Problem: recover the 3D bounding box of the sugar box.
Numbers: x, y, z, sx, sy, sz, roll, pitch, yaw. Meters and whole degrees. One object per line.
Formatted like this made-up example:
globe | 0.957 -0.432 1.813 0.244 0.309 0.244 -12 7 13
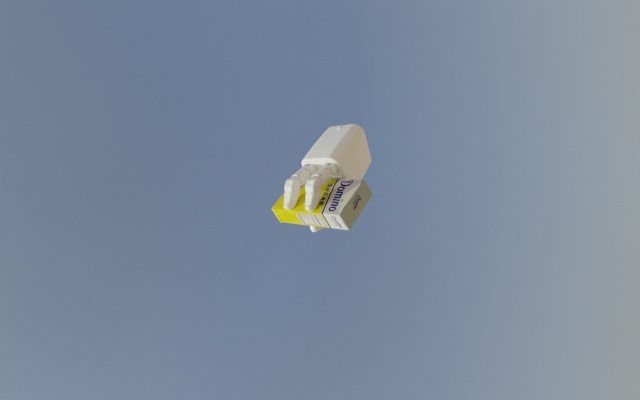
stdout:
sugar box | 0.000 0.002 0.890 0.176 0.048 0.093 0 45 44
